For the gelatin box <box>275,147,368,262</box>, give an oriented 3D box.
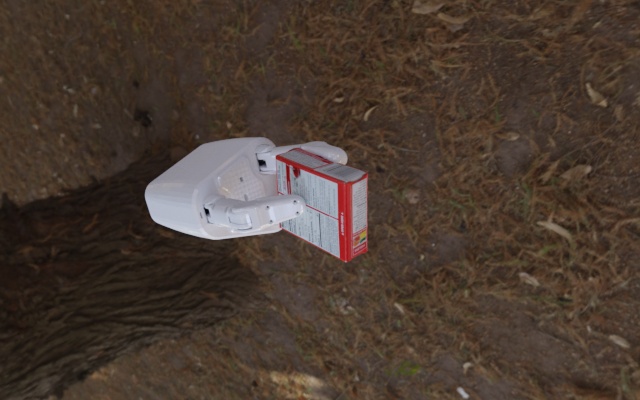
[{"bbox_3d":[0.000,0.002,0.409,0.030,0.073,0.089,-24,34,-37],"label":"gelatin box"}]
